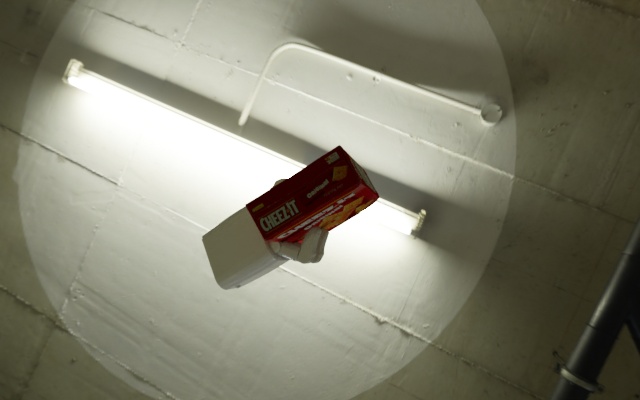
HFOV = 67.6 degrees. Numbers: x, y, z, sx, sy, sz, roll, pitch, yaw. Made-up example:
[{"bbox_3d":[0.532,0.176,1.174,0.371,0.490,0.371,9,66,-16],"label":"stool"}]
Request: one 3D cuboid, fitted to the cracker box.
[{"bbox_3d":[0.000,0.002,0.765,0.164,0.072,0.214,-32,-12,9],"label":"cracker box"}]
